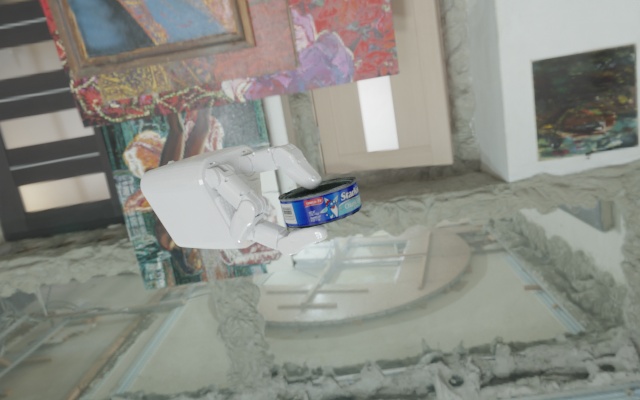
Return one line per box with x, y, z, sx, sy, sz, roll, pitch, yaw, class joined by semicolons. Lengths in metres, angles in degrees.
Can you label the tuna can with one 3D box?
0.000;0.002;0.512;0.086;0.034;0.086;-14;9;2;tuna can
